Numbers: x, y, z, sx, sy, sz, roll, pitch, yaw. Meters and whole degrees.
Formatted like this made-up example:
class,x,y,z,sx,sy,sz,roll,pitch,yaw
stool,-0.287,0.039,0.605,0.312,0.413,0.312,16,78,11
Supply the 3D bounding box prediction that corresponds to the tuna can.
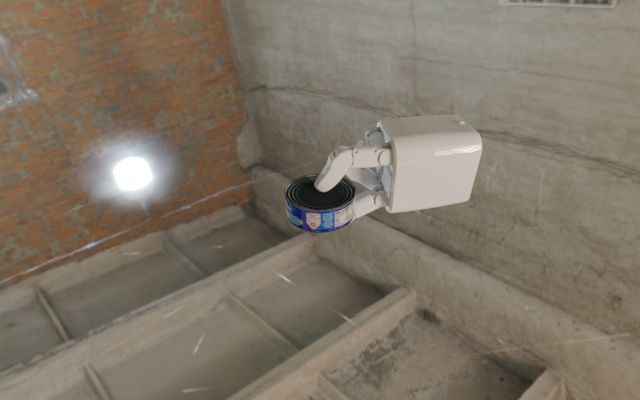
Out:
class,x,y,z,sx,sy,sz,roll,pitch,yaw
tuna can,0.000,0.002,0.578,0.086,0.034,0.086,-1,32,1
